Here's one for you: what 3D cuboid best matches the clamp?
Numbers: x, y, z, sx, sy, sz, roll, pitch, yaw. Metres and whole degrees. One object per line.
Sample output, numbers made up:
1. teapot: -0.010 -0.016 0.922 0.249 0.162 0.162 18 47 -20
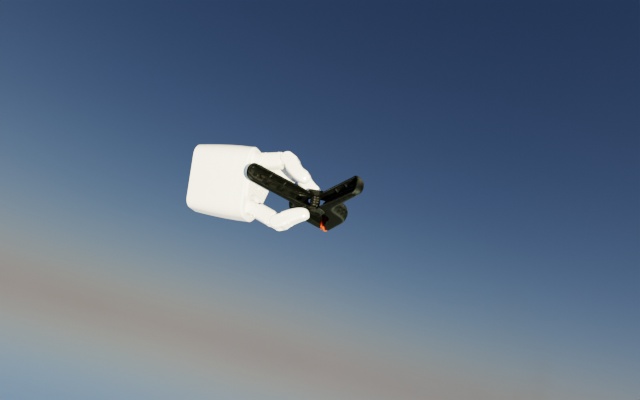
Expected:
1. clamp: 0.000 0.003 0.724 0.164 0.036 0.210 7 -20 20
